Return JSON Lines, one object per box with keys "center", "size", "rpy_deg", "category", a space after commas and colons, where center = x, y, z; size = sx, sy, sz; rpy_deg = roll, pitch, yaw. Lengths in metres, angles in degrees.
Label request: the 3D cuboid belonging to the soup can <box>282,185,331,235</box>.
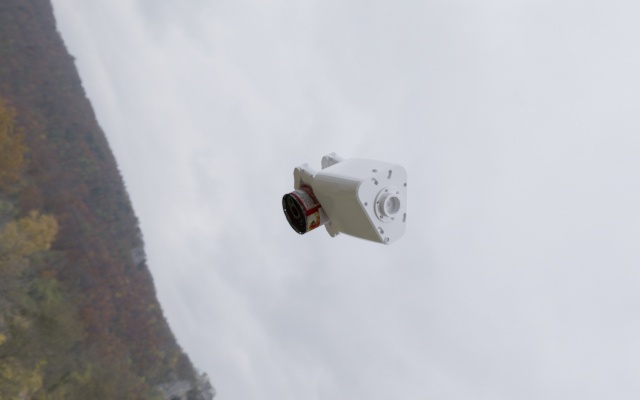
{"center": [0.000, 0.002, 0.748], "size": [0.102, 0.068, 0.068], "rpy_deg": [-25, 12, -28], "category": "soup can"}
